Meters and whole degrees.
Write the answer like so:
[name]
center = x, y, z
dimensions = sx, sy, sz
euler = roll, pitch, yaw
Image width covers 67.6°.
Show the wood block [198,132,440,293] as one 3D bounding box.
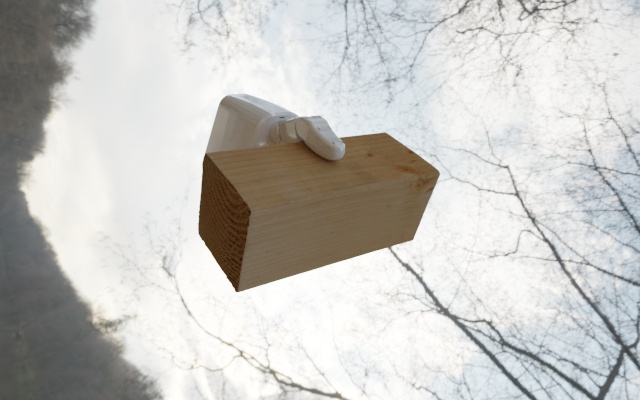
[wood block]
center = 0.000, 0.001, 0.455
dimensions = 0.206, 0.091, 0.090
euler = -12, 41, -34
